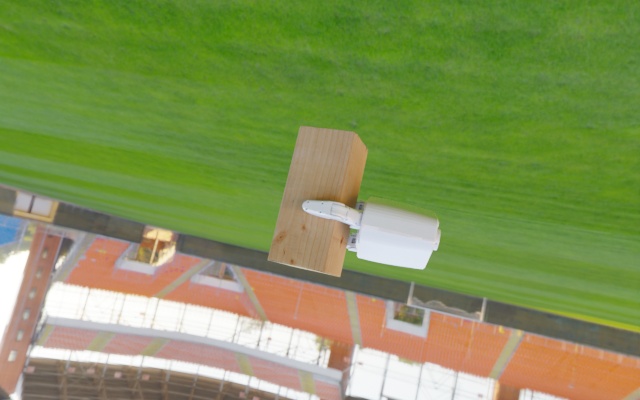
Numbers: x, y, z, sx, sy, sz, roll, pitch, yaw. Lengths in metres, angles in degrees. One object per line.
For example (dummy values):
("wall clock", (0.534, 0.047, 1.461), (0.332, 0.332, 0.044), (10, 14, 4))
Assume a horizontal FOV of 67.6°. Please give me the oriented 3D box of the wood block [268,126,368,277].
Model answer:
("wood block", (0.000, 0.002, 0.723), (0.090, 0.206, 0.091), (10, -9, 20))
